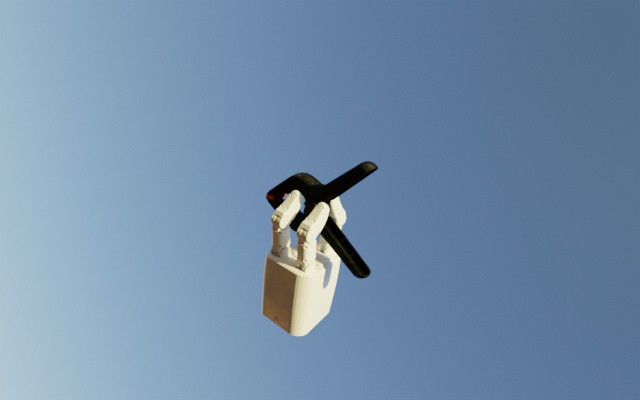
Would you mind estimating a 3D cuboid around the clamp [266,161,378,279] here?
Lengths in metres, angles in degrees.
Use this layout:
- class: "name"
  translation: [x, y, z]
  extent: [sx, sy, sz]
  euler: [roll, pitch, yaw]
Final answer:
- class: "clamp"
  translation: [0.000, 0.002, 0.702]
  extent: [0.210, 0.165, 0.036]
  euler: [24, 24, 38]
